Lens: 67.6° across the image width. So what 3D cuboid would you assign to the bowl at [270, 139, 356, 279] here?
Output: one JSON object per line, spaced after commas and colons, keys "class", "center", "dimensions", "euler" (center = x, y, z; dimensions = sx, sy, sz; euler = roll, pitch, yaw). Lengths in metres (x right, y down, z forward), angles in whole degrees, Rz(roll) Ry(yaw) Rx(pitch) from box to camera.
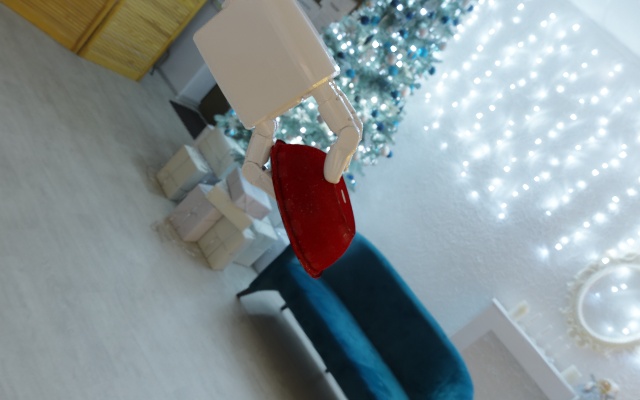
{"class": "bowl", "center": [0.001, 0.003, 0.530], "dimensions": [0.055, 0.162, 0.162], "euler": [-16, -3, 10]}
